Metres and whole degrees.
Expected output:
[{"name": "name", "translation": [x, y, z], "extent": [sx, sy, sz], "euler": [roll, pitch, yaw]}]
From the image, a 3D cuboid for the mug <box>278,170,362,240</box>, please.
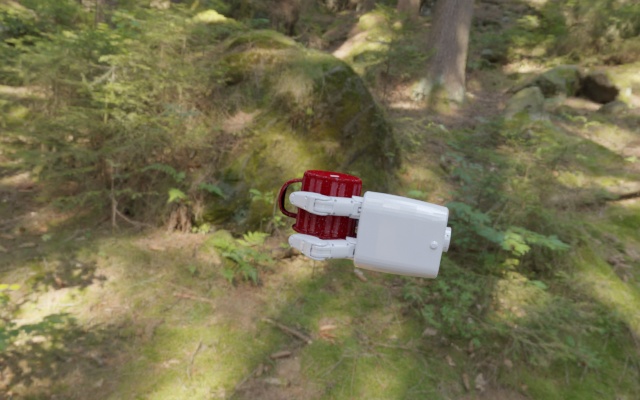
[{"name": "mug", "translation": [-0.001, 0.002, 0.656], "extent": [0.117, 0.081, 0.093], "euler": [10, 9, 10]}]
